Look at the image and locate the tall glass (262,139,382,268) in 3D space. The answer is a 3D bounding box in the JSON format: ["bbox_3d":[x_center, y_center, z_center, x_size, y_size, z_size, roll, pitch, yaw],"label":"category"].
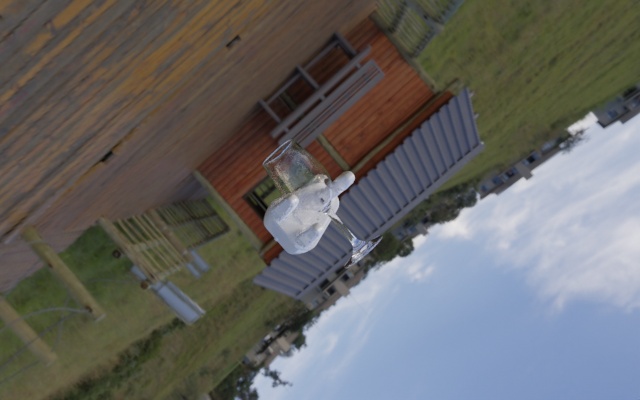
[{"bbox_3d":[0.001,0.003,0.722,0.079,0.201,0.079,-41,0,0],"label":"tall glass"}]
